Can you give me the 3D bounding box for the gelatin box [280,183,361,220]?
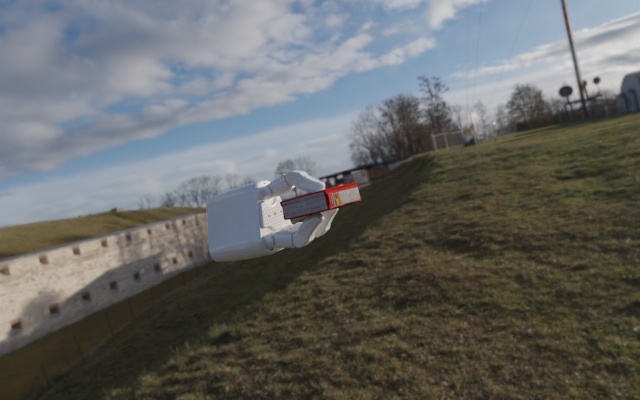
[{"bbox_3d":[0.000,0.002,0.667,0.089,0.030,0.073,-15,-1,41],"label":"gelatin box"}]
